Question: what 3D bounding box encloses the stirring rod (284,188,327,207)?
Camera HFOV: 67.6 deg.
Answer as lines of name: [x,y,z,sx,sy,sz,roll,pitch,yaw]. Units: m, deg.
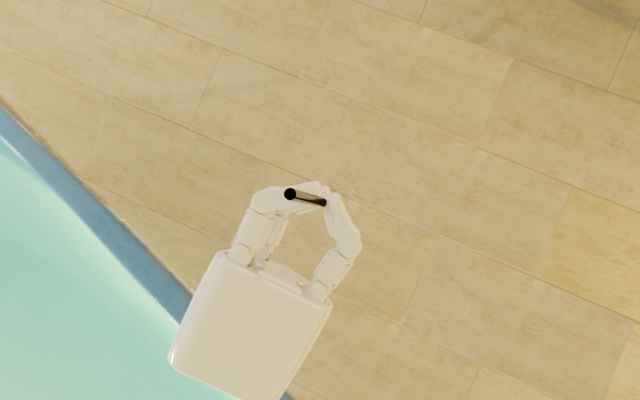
stirring rod: [0.000,0.001,0.414,0.011,0.011,0.239,0,-3,9]
